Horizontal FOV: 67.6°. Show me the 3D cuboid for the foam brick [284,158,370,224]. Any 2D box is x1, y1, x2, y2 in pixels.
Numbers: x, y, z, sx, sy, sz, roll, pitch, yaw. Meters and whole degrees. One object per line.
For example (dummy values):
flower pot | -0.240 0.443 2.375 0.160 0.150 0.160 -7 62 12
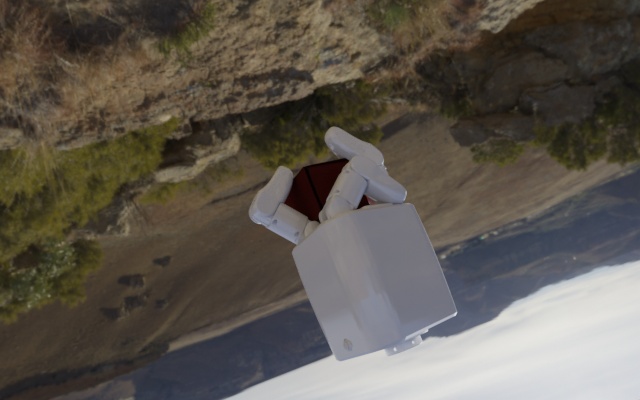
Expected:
foam brick | 0.000 0.002 0.465 0.053 0.051 0.078 -14 -17 -29
